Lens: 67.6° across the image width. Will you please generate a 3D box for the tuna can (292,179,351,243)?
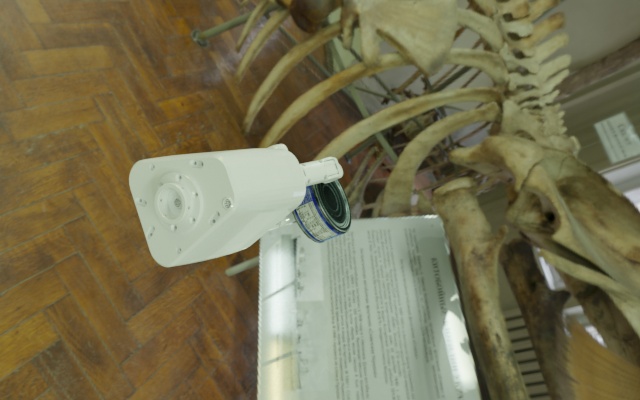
[{"bbox_3d":[0.001,0.002,0.531,0.034,0.086,0.086,-23,-10,23],"label":"tuna can"}]
